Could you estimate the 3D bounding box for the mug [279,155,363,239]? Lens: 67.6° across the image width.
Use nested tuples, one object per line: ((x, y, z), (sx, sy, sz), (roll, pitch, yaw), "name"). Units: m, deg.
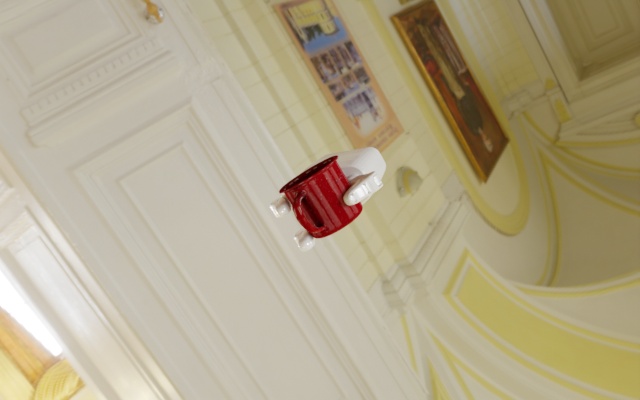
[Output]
((0.000, 0.003, 0.634), (0.093, 0.081, 0.117), (-26, 12, 29), "mug")
